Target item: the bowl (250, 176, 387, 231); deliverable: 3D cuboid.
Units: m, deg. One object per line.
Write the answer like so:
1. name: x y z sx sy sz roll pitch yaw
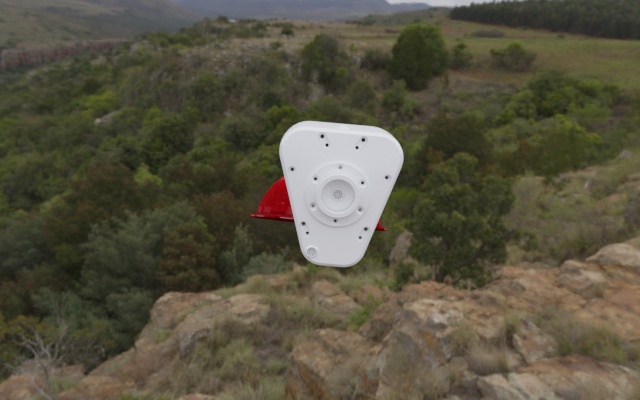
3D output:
1. bowl: 0.000 0.001 0.569 0.162 0.055 0.162 6 -4 0
